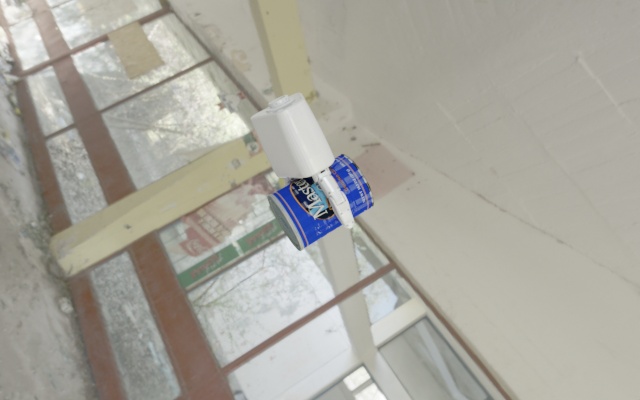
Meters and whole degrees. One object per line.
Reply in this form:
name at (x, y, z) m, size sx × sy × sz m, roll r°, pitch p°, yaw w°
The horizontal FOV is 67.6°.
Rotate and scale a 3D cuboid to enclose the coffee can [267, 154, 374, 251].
coffee can at (0.000, 0.003, 0.773) m, size 0.140 × 0.103 × 0.103 m, roll -31°, pitch 7°, yaw -12°
